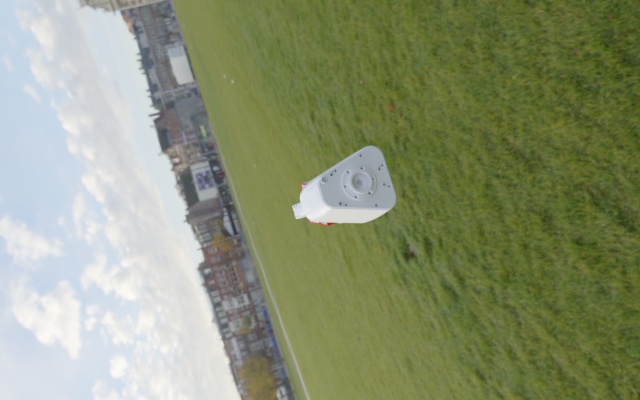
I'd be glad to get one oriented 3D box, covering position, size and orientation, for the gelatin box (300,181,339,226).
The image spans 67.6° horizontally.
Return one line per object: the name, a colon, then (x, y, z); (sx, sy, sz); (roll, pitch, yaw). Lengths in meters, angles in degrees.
gelatin box: (0.000, 0.003, 0.822); (0.030, 0.073, 0.089); (-17, 8, -21)
